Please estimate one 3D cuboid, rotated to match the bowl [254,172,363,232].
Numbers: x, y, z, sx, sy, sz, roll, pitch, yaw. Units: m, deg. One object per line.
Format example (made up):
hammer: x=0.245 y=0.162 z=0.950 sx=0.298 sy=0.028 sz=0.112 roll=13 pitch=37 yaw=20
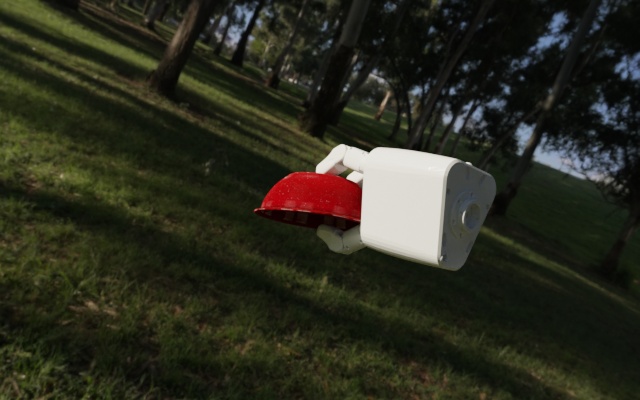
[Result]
bowl: x=-0.001 y=0.002 z=0.606 sx=0.162 sy=0.055 sz=0.162 roll=8 pitch=-10 yaw=1
